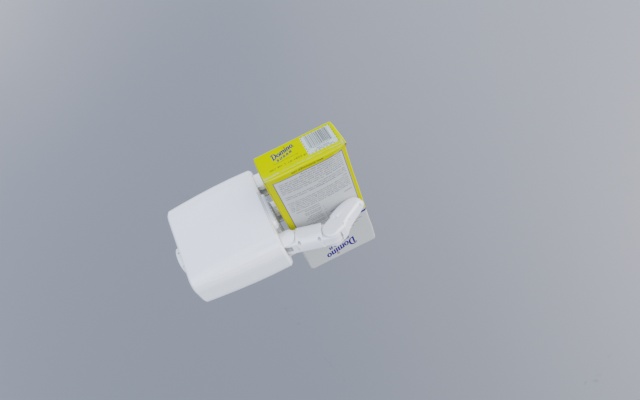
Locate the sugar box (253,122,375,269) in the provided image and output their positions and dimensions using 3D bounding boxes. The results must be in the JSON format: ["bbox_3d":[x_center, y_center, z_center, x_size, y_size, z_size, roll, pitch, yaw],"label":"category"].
[{"bbox_3d":[0.000,0.001,0.548,0.093,0.048,0.176,-26,-38,-3],"label":"sugar box"}]
